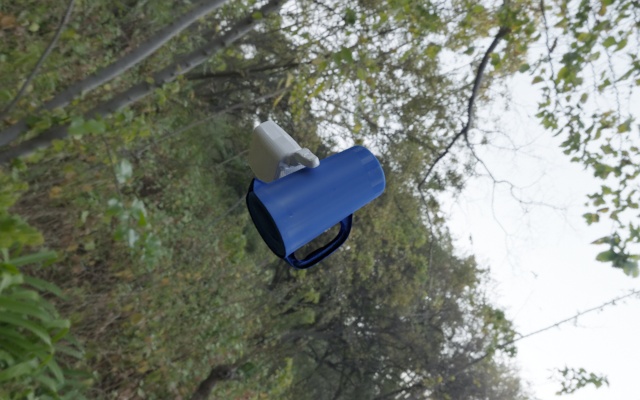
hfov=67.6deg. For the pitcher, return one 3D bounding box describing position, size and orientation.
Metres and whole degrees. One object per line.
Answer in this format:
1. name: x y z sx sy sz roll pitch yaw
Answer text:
1. pitcher: 0.000 0.003 0.876 0.243 0.149 0.145 -28 54 -21
